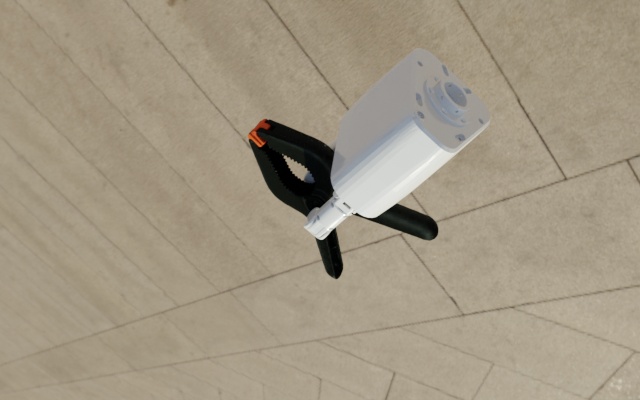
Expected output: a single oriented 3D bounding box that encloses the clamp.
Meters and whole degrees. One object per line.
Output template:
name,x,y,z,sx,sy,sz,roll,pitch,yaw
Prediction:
clamp,-0.001,0.002,0.520,0.165,0.210,0.036,-41,12,44
